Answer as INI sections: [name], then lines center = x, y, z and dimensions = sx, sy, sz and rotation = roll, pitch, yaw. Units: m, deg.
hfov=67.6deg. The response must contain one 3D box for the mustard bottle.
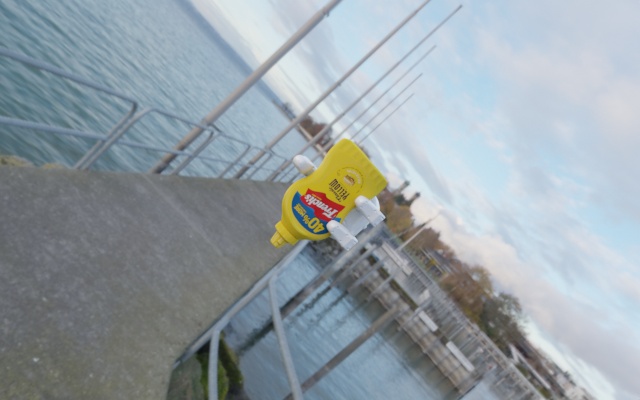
[mustard bottle]
center = 0.000, 0.002, 0.717
dimensions = 0.191, 0.096, 0.058
rotation = -42, 12, 4
